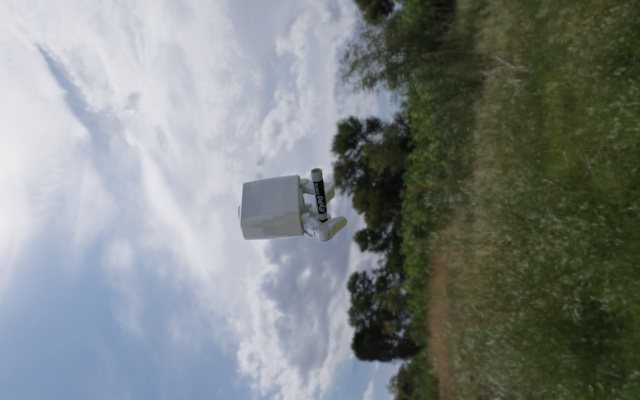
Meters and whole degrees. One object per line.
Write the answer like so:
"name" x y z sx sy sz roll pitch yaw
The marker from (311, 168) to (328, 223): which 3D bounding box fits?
"marker" 0.000 0.003 0.792 0.020 0.121 0.020 -5 33 4
